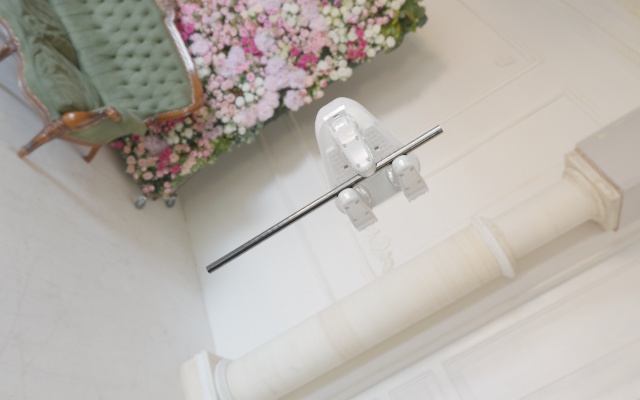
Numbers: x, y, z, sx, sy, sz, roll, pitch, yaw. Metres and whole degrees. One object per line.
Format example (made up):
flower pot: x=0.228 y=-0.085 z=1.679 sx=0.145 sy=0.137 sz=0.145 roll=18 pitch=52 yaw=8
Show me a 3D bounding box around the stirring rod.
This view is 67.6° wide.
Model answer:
stirring rod: x=0.000 y=0.001 z=0.419 sx=0.239 sy=0.011 sz=0.011 roll=-31 pitch=-5 yaw=7
